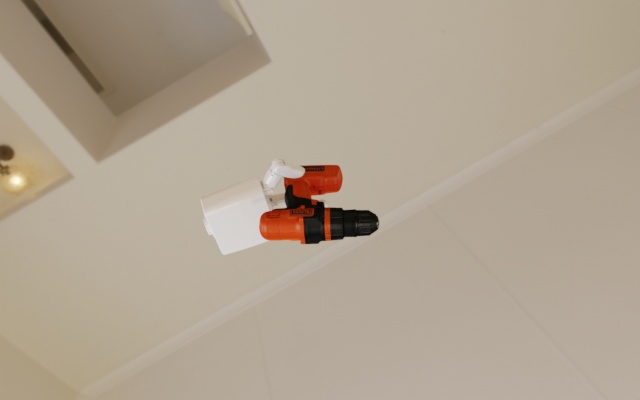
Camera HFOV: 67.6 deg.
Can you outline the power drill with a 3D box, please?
[{"bbox_3d":[0.000,0.002,0.792,0.184,0.057,0.187,-1,28,3],"label":"power drill"}]
